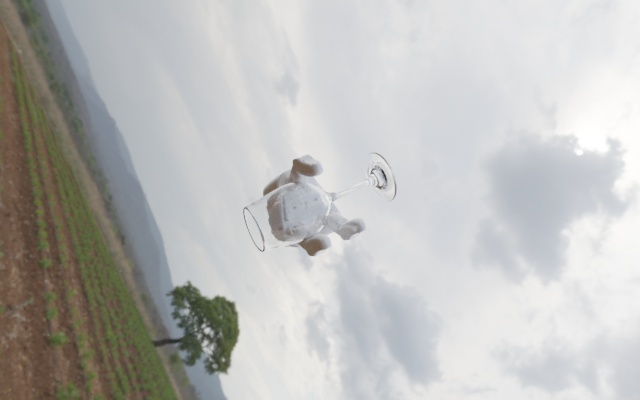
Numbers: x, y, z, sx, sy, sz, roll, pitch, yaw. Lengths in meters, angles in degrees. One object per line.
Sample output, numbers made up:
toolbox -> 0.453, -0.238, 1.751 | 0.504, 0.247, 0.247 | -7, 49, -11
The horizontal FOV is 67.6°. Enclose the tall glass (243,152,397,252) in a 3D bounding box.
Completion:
tall glass -> 0.001, 0.002, 0.643 | 0.201, 0.079, 0.079 | -22, 9, -22
